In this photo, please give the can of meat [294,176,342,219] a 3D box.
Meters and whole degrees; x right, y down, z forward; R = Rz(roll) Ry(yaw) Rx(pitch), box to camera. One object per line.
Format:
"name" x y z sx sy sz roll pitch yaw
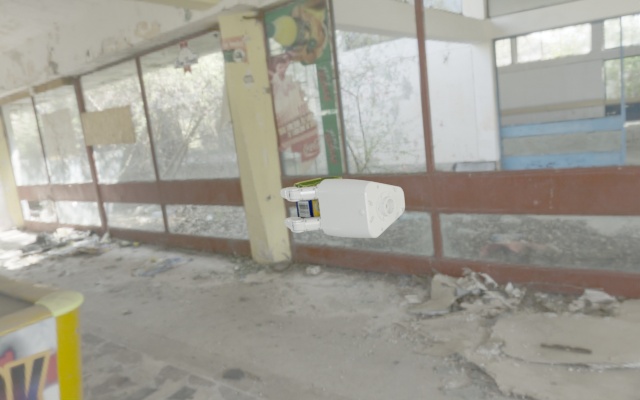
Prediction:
"can of meat" 0.000 0.003 0.897 0.102 0.084 0.057 -15 13 -41
